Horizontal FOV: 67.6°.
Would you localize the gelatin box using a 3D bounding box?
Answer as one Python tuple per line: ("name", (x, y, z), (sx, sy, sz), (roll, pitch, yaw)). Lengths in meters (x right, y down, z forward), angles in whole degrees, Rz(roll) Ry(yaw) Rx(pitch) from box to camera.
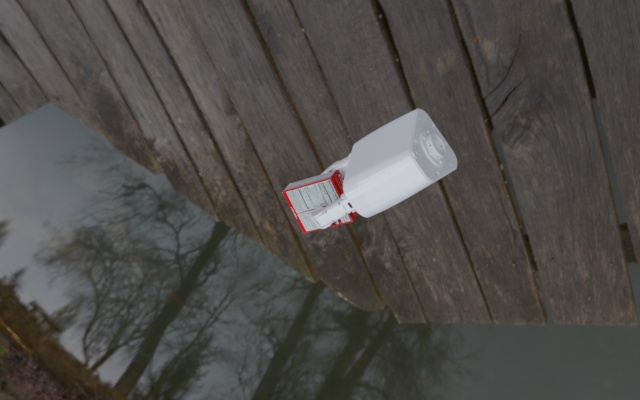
("gelatin box", (0.000, 0.003, 0.682), (0.089, 0.073, 0.030), (-15, 22, 31))
